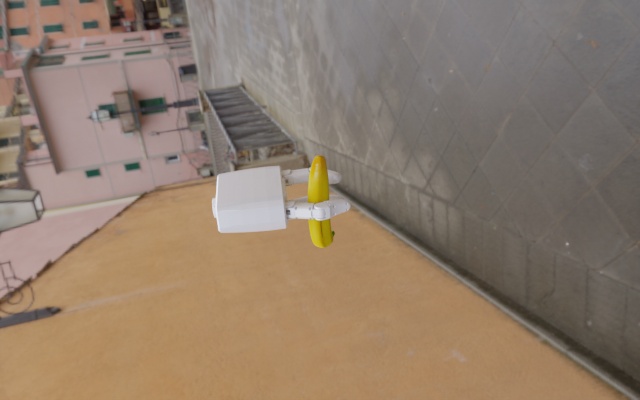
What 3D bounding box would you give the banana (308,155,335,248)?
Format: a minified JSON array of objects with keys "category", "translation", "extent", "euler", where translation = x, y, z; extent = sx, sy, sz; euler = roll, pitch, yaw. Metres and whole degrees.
[{"category":"banana","translation":[-0.001,0.019,0.784],"extent":[0.037,0.069,0.198],"euler":[-1,-43,5]}]
